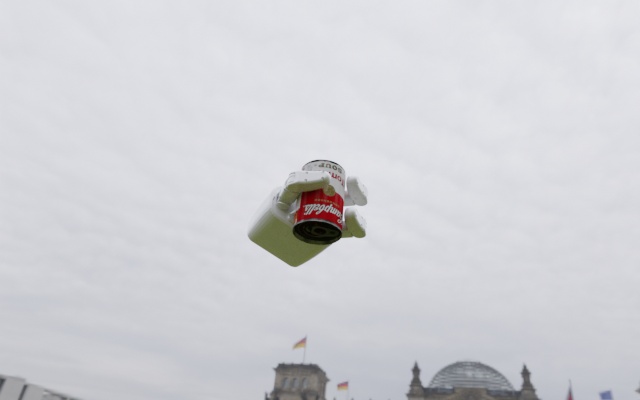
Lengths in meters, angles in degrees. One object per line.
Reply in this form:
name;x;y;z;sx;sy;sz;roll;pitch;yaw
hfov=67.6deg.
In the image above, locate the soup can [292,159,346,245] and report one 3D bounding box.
soup can;0.000;0.002;0.669;0.068;0.102;0.068;4;-33;3
